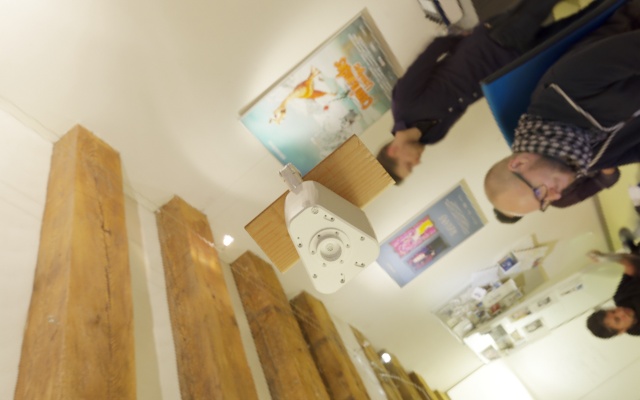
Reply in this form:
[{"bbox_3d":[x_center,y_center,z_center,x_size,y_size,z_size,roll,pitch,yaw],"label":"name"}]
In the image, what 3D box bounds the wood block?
[{"bbox_3d":[0.000,0.002,0.708,0.206,0.091,0.090,-39,2,7],"label":"wood block"}]
